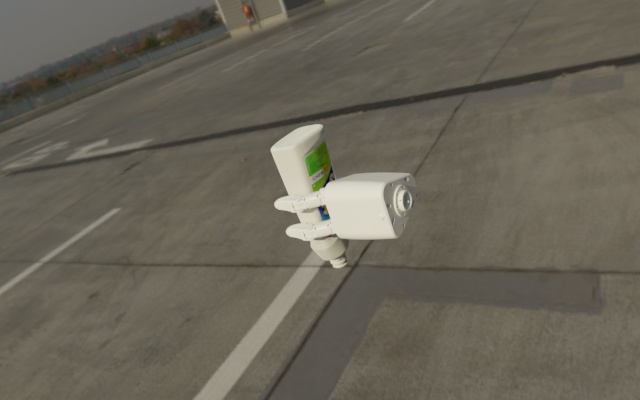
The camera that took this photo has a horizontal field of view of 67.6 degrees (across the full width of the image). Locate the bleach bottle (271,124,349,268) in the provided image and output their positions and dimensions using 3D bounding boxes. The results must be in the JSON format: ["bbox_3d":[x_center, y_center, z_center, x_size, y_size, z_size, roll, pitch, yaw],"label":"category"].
[{"bbox_3d":[0.000,0.003,0.833,0.068,0.251,0.102,-1,29,39],"label":"bleach bottle"}]
